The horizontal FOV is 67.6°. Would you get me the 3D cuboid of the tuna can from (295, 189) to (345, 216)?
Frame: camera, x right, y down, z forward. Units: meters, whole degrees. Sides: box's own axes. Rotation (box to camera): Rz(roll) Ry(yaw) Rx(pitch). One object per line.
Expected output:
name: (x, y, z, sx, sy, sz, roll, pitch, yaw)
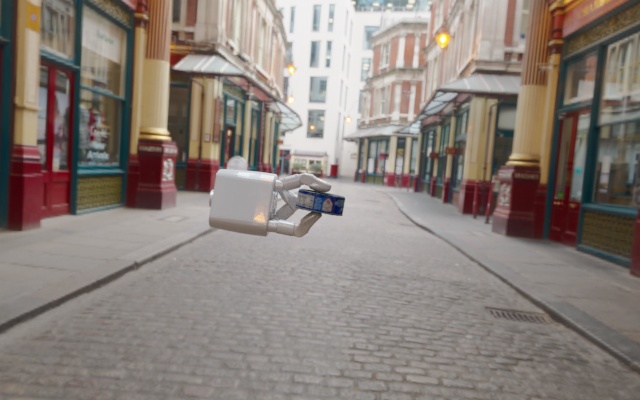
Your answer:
tuna can: (0.000, 0.002, 0.843, 0.086, 0.034, 0.086, 10, 3, -1)
